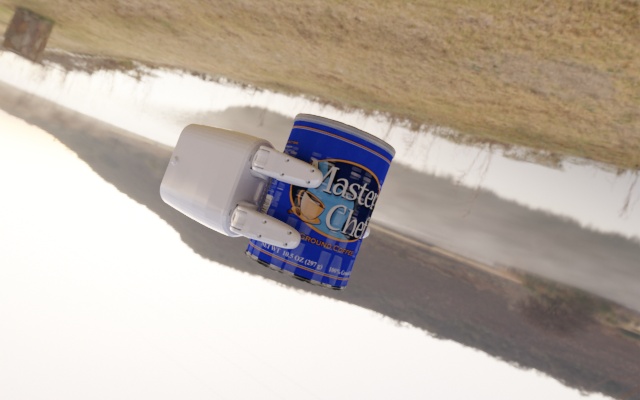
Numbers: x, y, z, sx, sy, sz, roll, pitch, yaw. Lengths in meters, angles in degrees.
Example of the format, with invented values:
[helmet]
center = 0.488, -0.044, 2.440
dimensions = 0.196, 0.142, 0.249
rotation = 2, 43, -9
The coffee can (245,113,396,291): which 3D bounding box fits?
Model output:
[coffee can]
center = 0.000, 0.001, 0.457
dimensions = 0.103, 0.140, 0.103
rotation = 20, -1, 0
